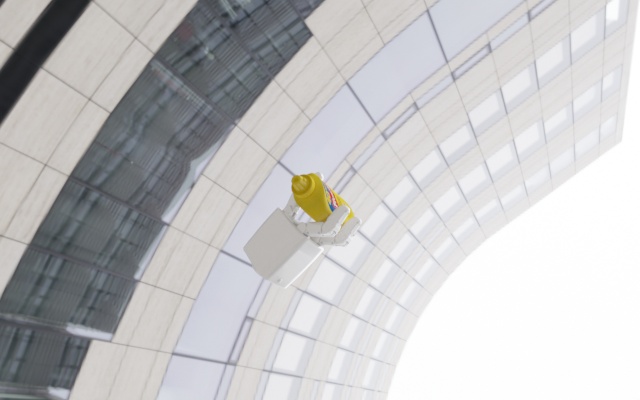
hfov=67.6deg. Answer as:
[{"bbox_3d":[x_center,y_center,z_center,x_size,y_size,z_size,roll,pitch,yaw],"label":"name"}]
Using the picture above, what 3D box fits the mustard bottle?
[{"bbox_3d":[0.001,0.003,0.865,0.058,0.096,0.192,-28,-33,15],"label":"mustard bottle"}]
